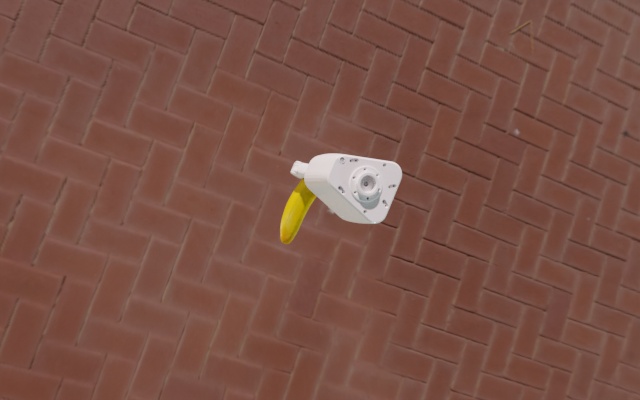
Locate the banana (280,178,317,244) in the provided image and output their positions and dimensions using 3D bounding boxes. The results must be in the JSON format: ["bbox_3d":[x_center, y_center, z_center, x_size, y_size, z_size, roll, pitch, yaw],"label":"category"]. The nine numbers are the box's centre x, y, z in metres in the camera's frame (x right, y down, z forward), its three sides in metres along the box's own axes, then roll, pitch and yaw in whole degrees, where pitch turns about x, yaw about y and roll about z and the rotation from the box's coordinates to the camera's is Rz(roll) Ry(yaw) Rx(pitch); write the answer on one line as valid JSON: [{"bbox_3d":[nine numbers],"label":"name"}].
[{"bbox_3d":[-0.009,-0.013,0.816,0.198,0.070,0.037,-44,19,-13],"label":"banana"}]
